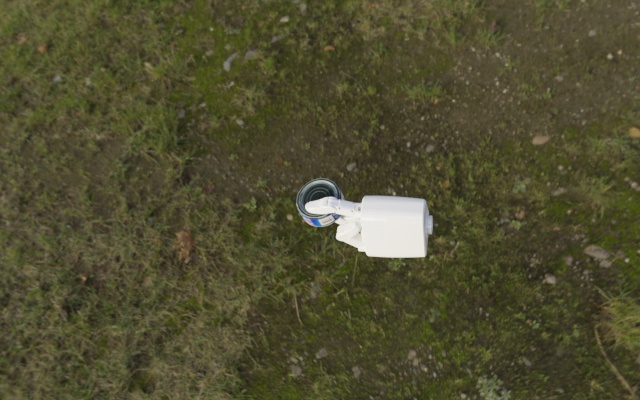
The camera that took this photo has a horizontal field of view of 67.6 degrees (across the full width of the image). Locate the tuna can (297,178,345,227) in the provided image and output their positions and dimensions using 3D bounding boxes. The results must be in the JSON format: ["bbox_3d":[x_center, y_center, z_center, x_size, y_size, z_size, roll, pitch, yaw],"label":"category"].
[{"bbox_3d":[0.000,0.003,0.871,0.086,0.086,0.034,0,-29,20],"label":"tuna can"}]
